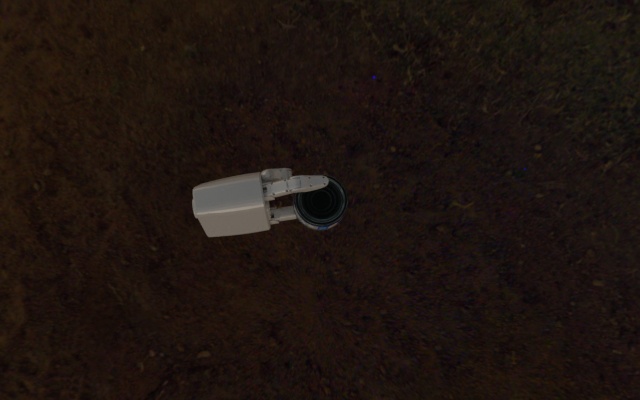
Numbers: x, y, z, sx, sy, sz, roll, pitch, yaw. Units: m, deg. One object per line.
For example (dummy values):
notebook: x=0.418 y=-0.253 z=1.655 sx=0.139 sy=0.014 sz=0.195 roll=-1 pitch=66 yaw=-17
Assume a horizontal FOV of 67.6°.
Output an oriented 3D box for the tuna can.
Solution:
tuna can: x=0.000 y=0.002 z=0.752 sx=0.086 sy=0.086 sz=0.034 roll=0 pitch=-14 yaw=-5
